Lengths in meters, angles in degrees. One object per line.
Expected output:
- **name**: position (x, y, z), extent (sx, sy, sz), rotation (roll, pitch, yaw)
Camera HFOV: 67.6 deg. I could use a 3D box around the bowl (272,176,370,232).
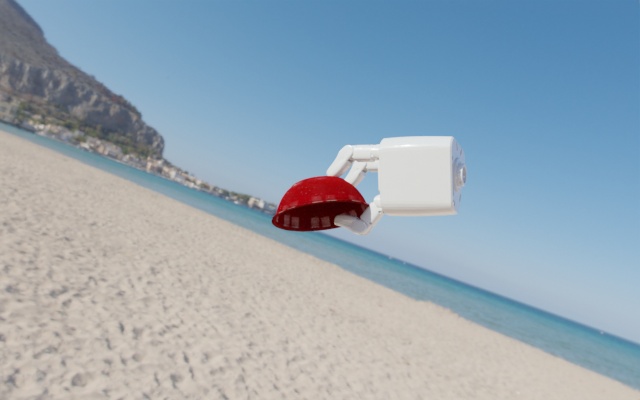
- **bowl**: position (-0.001, 0.002, 0.764), extent (0.162, 0.055, 0.162), rotation (-7, -18, -2)
